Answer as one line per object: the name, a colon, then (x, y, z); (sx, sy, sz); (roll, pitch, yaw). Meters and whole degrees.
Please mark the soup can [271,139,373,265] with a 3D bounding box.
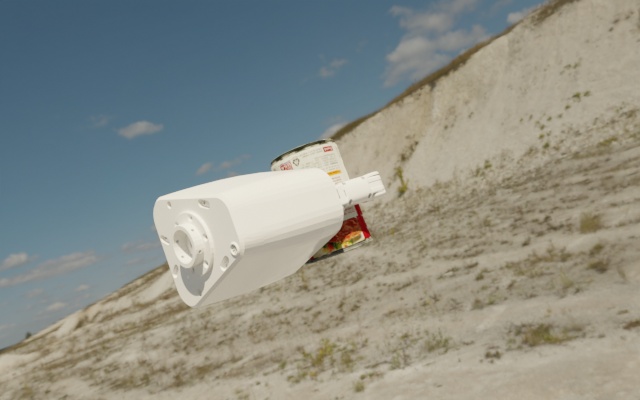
soup can: (0.000, 0.001, 0.452); (0.068, 0.102, 0.068); (-20, -4, -2)
